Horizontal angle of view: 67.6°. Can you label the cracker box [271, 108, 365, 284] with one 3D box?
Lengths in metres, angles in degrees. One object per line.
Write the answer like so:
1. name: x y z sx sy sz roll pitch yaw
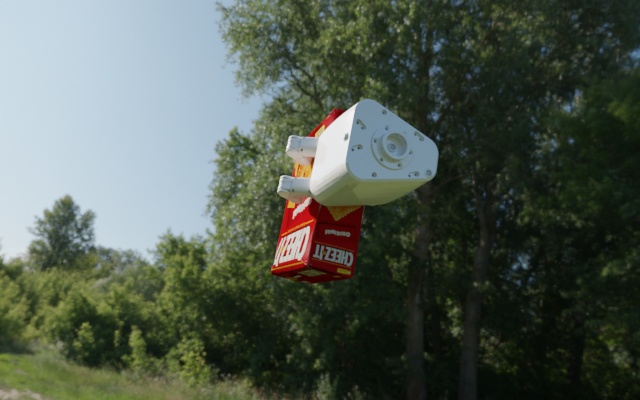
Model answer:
1. cracker box: 0.000 0.002 0.671 0.072 0.213 0.164 16 -17 -17
